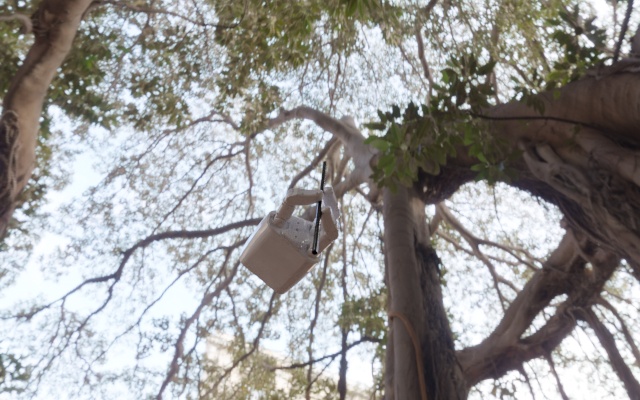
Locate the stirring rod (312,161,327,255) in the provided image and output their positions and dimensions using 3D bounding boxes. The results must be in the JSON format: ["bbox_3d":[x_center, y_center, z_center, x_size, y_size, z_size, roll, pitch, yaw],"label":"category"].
[{"bbox_3d":[0.000,0.003,0.756,0.011,0.011,0.239,0,35,5],"label":"stirring rod"}]
